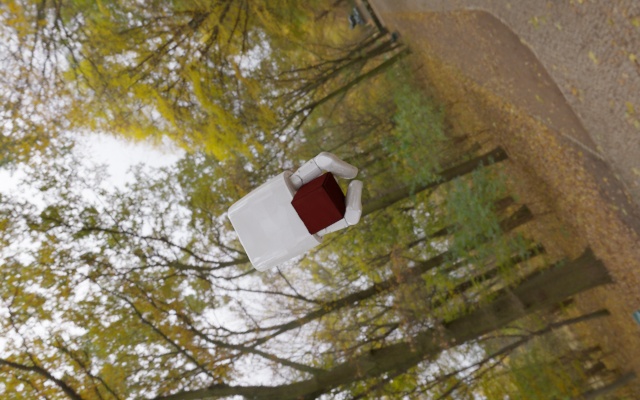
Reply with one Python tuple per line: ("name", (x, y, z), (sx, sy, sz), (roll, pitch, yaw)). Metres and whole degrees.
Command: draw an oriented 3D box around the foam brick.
("foam brick", (0.000, 0.002, 0.640), (0.051, 0.053, 0.078), (-28, 11, 14))
